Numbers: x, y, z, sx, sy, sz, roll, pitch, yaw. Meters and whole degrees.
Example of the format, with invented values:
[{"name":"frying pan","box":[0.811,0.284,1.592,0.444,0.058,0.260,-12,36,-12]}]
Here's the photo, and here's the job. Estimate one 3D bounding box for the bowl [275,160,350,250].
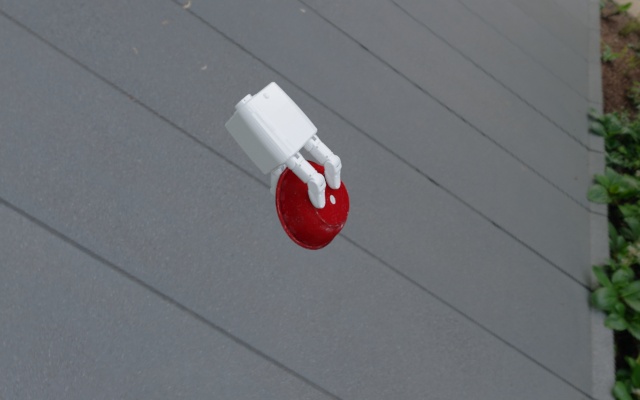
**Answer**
[{"name":"bowl","box":[0.001,0.003,0.825,0.055,0.162,0.162,-13,-9,43]}]
